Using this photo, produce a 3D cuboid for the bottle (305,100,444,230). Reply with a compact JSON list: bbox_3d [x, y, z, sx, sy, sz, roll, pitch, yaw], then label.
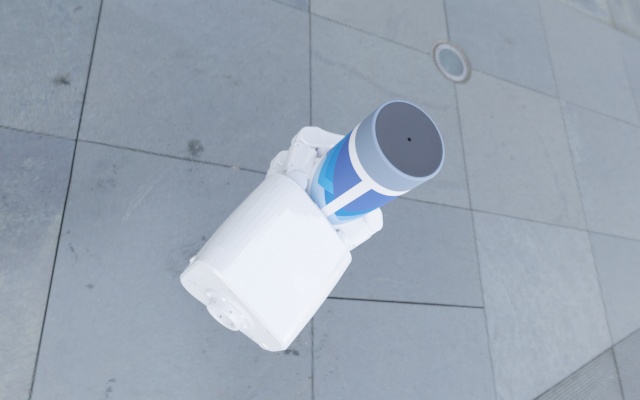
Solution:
[{"bbox_3d":[0.000,0.001,0.477,0.069,0.069,0.296,0,-19,-28],"label":"bottle"}]
